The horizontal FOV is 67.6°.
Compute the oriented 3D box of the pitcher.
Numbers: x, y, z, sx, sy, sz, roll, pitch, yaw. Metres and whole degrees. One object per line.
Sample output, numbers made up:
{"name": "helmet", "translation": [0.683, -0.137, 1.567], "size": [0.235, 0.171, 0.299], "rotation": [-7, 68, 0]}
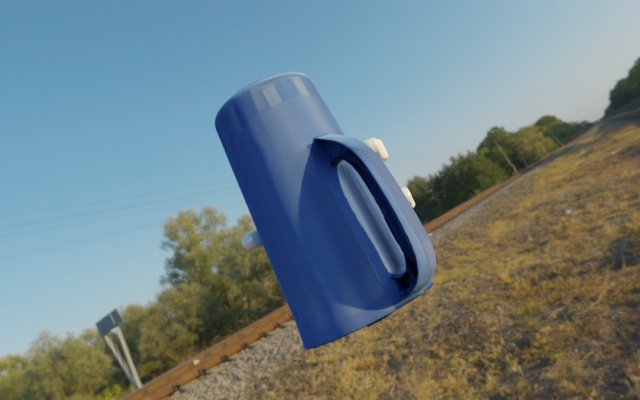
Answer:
{"name": "pitcher", "translation": [0.000, 0.002, 0.451], "size": [0.149, 0.243, 0.145], "rotation": [-28, -8, 10]}
